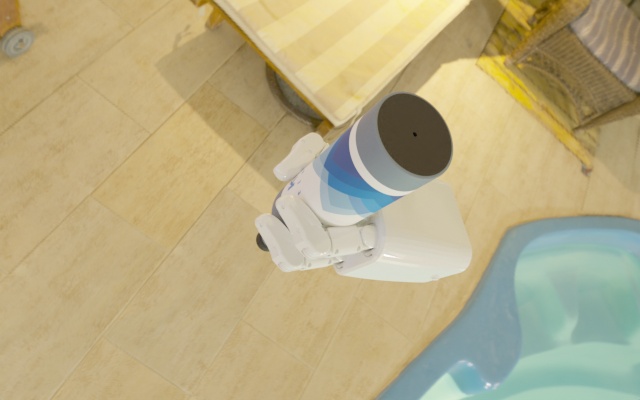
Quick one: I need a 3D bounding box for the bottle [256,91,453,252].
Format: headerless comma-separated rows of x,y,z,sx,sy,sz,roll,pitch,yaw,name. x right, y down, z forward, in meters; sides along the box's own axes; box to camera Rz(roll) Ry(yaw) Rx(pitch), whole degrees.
0.000,0.001,0.448,0.069,0.069,0.296,0,-19,-28,bottle
